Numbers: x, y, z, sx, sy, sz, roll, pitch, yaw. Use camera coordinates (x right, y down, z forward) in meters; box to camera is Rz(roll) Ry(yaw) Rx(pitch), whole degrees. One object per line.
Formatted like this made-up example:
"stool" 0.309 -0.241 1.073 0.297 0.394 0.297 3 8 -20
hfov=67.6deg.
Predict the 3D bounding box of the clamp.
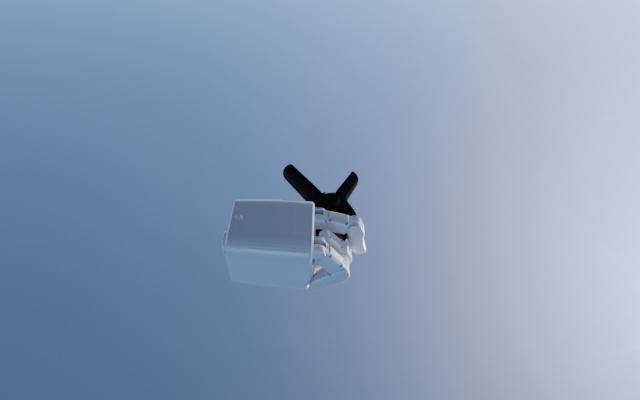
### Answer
"clamp" 0.000 0.003 0.701 0.120 0.039 0.171 6 36 -4
